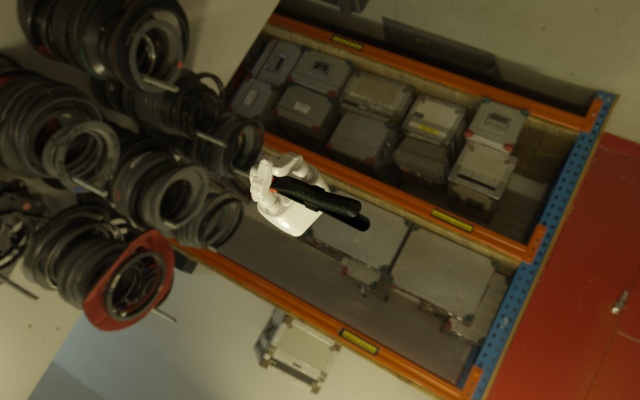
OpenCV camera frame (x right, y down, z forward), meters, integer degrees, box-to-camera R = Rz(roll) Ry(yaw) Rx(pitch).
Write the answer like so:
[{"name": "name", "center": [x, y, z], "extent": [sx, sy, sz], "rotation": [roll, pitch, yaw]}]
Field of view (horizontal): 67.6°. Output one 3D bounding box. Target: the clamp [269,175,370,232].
[{"name": "clamp", "center": [0.000, 0.003, 0.733], "extent": [0.171, 0.039, 0.120], "rotation": [23, -15, 27]}]
